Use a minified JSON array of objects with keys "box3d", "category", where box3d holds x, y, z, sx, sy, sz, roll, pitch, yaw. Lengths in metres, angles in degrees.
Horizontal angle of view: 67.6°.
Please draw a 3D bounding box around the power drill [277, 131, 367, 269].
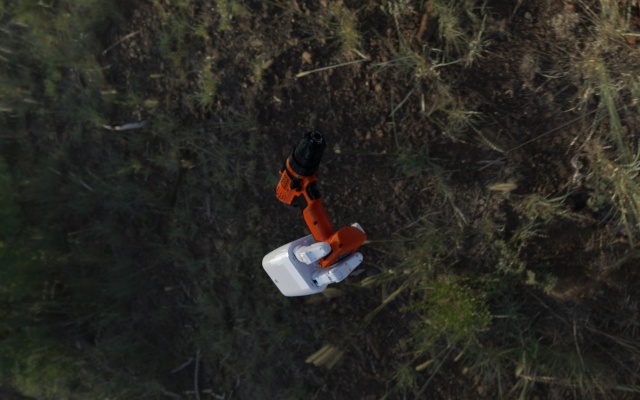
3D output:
[{"box3d":[0.000,0.003,0.774,0.057,0.187,0.184,-20,-20,-26],"category":"power drill"}]
